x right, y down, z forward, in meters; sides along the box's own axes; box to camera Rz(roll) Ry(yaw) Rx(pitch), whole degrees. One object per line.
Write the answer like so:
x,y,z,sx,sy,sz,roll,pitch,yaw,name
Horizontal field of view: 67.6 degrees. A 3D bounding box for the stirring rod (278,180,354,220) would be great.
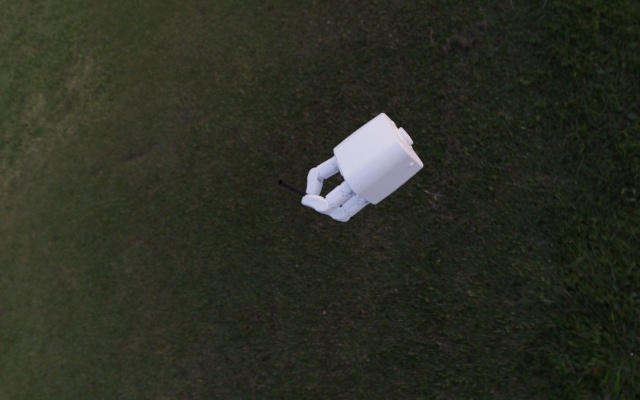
0.000,0.003,0.847,0.011,0.011,0.239,0,-15,33,stirring rod
